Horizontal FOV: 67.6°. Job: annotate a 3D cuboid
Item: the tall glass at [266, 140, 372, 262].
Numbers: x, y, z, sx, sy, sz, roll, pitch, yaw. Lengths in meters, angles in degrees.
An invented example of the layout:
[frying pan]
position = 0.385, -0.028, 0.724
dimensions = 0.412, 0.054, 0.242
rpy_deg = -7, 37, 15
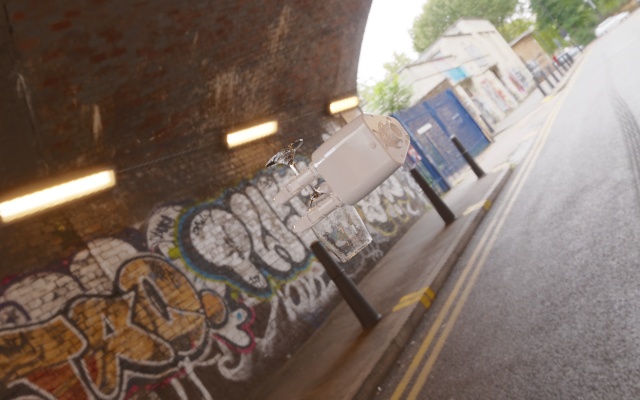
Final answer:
[tall glass]
position = 0.000, 0.002, 0.776
dimensions = 0.079, 0.201, 0.079
rpy_deg = -37, -3, -2
